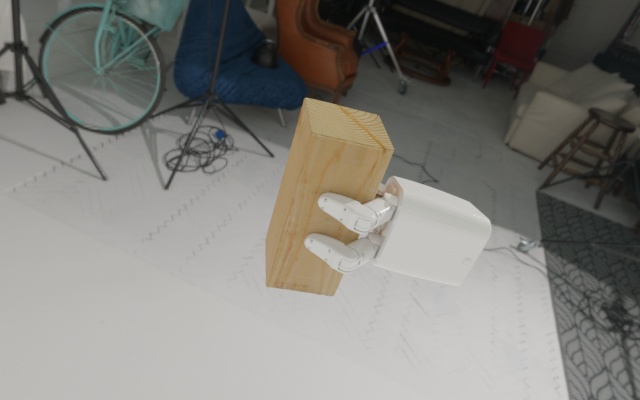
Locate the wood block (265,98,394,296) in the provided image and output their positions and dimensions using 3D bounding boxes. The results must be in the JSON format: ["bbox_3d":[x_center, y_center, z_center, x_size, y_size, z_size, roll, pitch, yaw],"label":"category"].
[{"bbox_3d":[0.000,0.002,0.553,0.090,0.206,0.090,11,32,-13],"label":"wood block"}]
